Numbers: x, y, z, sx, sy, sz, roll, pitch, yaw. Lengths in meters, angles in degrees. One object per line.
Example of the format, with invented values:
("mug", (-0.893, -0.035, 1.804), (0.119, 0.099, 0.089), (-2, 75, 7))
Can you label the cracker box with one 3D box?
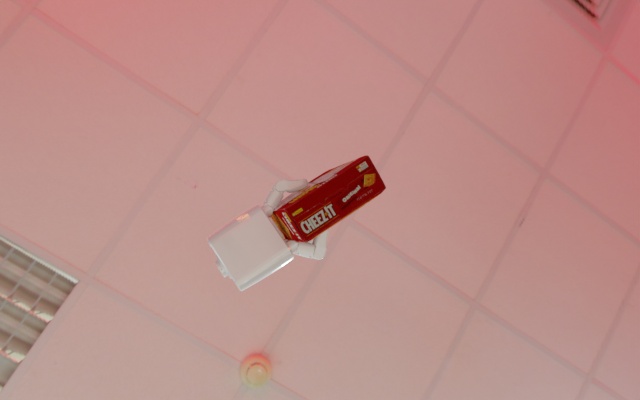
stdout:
("cracker box", (0.000, 0.003, 0.843), (0.164, 0.072, 0.214), (-34, 6, -14))
